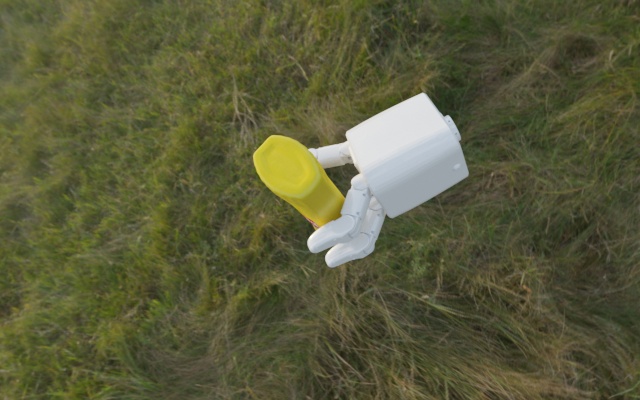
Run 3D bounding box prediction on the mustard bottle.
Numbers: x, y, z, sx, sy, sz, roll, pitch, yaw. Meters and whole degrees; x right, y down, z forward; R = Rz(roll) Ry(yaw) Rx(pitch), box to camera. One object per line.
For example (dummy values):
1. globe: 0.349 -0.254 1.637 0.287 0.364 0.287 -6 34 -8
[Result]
1. mustard bottle: 0.000 0.002 0.570 0.096 0.058 0.192 40 -4 35
